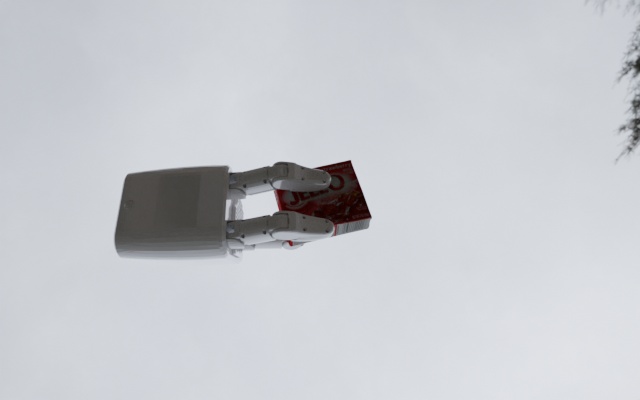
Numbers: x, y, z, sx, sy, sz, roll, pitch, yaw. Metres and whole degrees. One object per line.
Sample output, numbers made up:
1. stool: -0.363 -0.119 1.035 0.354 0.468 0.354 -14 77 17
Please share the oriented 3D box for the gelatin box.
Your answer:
1. gelatin box: 0.000 0.002 0.499 0.089 0.073 0.030 -12 -28 -10
